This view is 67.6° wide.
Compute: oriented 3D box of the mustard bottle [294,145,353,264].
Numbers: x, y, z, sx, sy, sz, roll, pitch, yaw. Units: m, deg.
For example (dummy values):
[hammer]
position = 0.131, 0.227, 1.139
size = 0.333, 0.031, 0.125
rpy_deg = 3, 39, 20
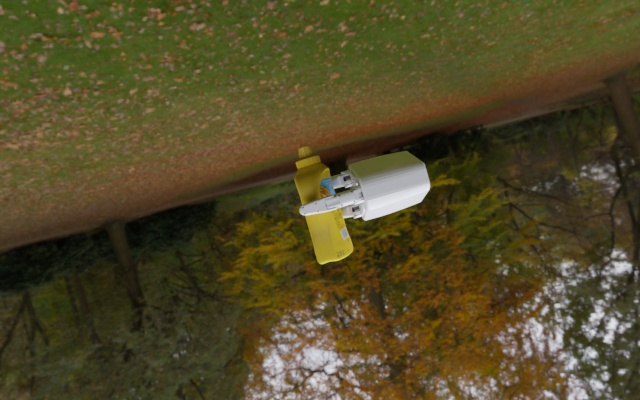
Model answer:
[mustard bottle]
position = 0.000, 0.003, 0.791
size = 0.058, 0.191, 0.096
rpy_deg = -15, 2, 20
